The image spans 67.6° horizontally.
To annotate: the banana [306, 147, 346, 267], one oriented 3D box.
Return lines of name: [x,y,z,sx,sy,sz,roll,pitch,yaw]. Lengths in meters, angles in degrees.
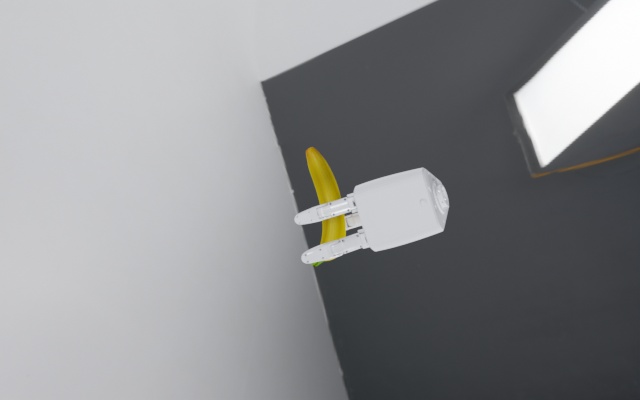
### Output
banana: [0.010,0.011,0.757,0.037,0.197,0.070,-17,-25,28]
